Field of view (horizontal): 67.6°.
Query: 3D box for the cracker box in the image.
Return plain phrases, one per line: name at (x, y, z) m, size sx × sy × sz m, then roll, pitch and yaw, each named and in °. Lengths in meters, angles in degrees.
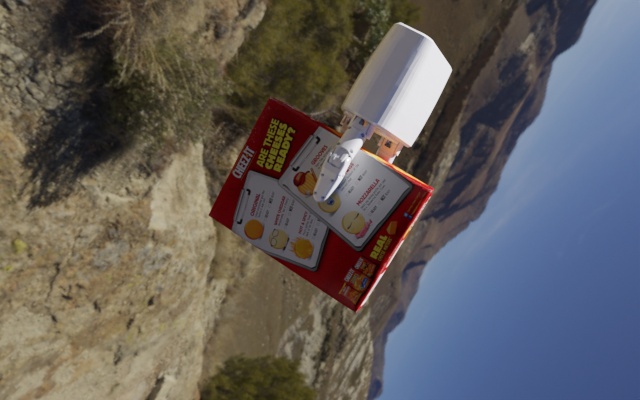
cracker box at (0.000, 0.002, 0.570) m, size 0.213 × 0.164 × 0.072 m, roll 32°, pitch 10°, yaw 12°
